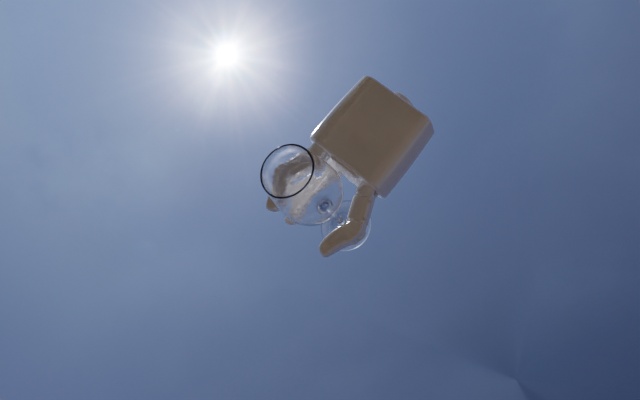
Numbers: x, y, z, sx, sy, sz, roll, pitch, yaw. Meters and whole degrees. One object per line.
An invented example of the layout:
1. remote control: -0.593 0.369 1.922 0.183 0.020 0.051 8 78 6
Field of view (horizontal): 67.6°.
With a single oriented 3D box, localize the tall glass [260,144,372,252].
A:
1. tall glass: 0.000 0.002 0.579 0.079 0.079 0.201 0 -19 22
